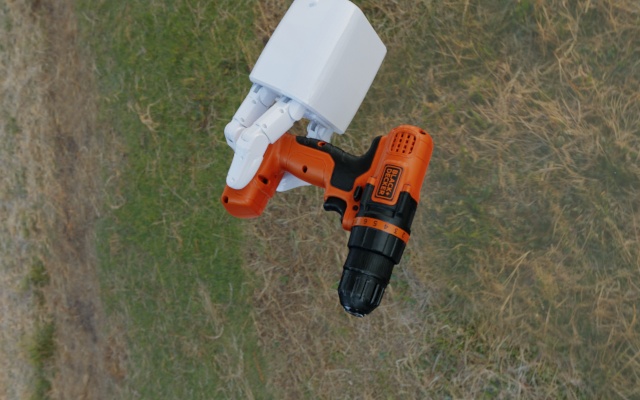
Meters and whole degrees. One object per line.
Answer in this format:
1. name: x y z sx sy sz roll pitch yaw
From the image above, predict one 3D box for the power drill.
1. power drill: 0.000 0.001 0.467 0.187 0.184 0.057 15 -17 22
